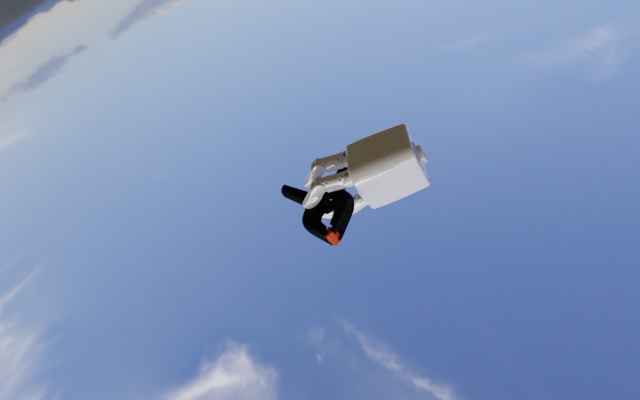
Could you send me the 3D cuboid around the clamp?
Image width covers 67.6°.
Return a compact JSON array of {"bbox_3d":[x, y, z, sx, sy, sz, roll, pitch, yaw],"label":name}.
[{"bbox_3d":[0.001,0.003,0.820,0.164,0.036,0.209,-25,36,19],"label":"clamp"}]
